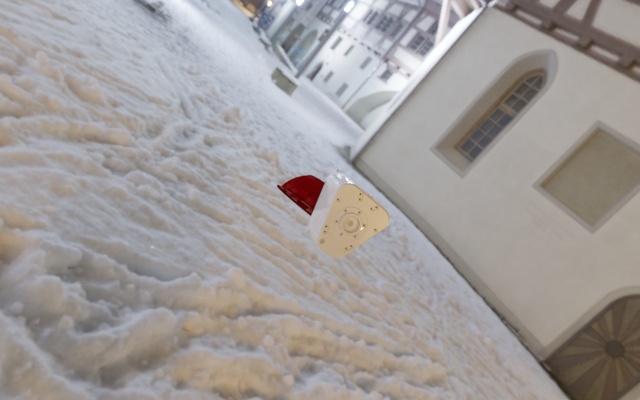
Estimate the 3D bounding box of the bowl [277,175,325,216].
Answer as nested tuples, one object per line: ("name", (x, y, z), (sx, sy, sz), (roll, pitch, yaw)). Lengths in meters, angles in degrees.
("bowl", (0.000, 0.002, 0.864), (0.162, 0.055, 0.162), (37, -6, 4))
